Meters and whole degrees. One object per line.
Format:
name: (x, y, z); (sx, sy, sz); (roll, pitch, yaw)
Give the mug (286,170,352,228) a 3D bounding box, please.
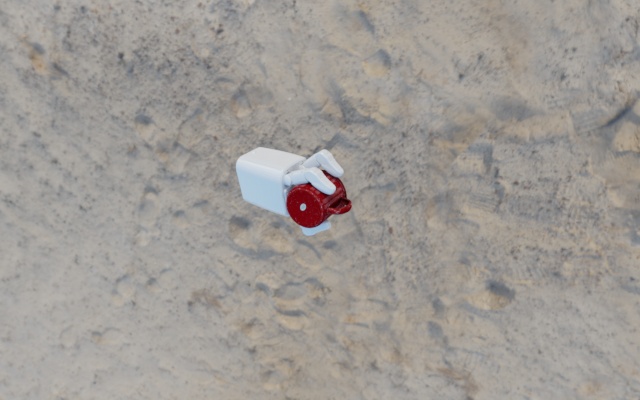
mug: (0.001, 0.003, 0.876); (0.117, 0.093, 0.081); (17, 30, 24)
